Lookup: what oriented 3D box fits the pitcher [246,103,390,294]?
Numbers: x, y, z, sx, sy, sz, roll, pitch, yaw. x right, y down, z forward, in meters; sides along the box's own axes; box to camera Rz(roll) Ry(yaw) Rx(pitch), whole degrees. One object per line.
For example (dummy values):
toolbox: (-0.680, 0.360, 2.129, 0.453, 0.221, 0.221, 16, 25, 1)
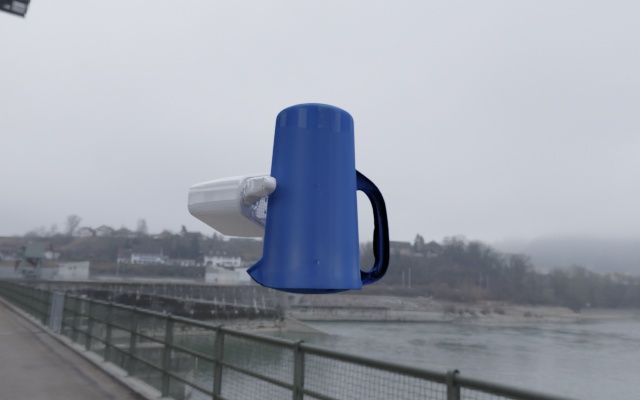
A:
pitcher: (0.000, 0.002, 0.638, 0.145, 0.242, 0.149, -5, -12, 34)
